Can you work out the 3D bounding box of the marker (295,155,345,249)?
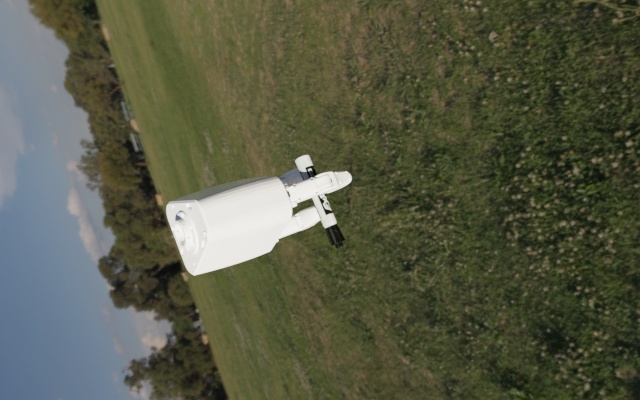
[{"bbox_3d":[0.000,0.002,0.586,0.020,0.121,0.020,-23,-7,-3],"label":"marker"}]
